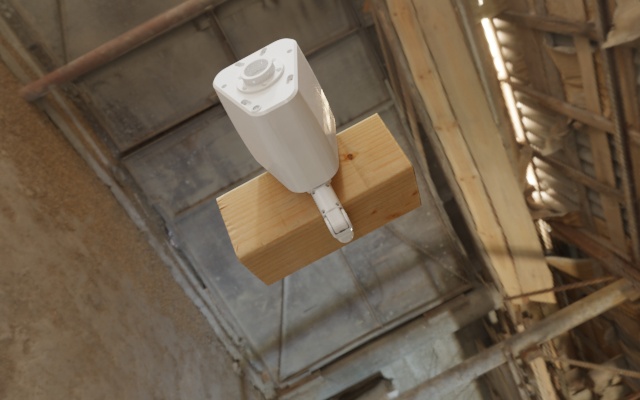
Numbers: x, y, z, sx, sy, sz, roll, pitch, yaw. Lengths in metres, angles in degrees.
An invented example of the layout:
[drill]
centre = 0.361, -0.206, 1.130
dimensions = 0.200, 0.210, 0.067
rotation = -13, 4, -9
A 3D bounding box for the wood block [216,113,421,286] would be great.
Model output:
[wood block]
centre = 0.000, 0.002, 0.550
dimensions = 0.206, 0.090, 0.090
rotation = -28, -32, 2
